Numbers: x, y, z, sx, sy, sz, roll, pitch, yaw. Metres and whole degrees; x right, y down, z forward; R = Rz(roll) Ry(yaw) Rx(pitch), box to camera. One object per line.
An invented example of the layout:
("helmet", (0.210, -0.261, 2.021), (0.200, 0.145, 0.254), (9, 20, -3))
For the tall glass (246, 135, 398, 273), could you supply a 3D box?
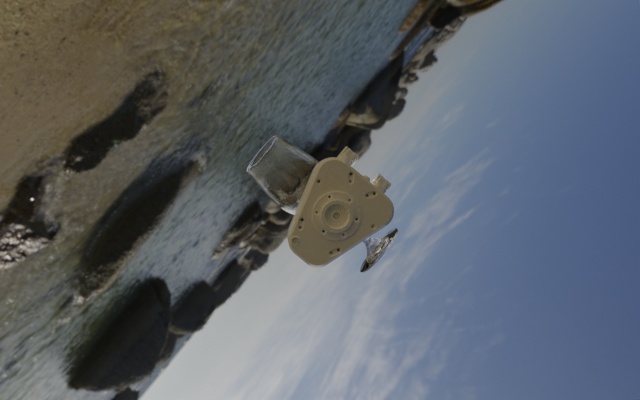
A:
("tall glass", (0.001, 0.003, 0.619), (0.201, 0.079, 0.079), (40, -1, -1))
